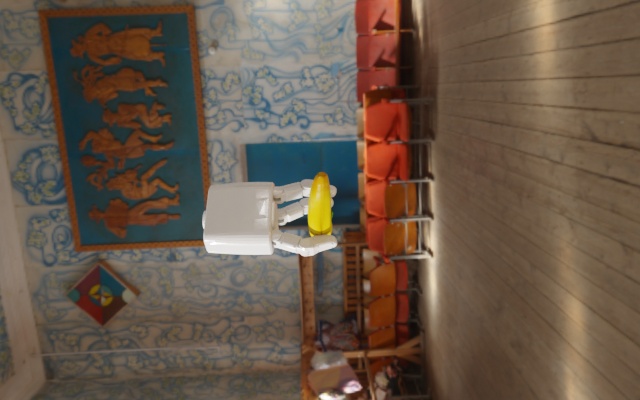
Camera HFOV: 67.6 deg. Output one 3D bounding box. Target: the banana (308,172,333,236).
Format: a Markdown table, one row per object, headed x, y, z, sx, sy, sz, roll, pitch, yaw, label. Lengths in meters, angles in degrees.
| x | y | z | sx | sy | sz | roll | pitch | yaw | label |
| --- | --- | --- | --- | --- | --- | --- | --- | --- | --- |
| 0.000 | 0.021 | 0.754 | 0.037 | 0.069 | 0.198 | 2 | -18 | 3 | banana |
